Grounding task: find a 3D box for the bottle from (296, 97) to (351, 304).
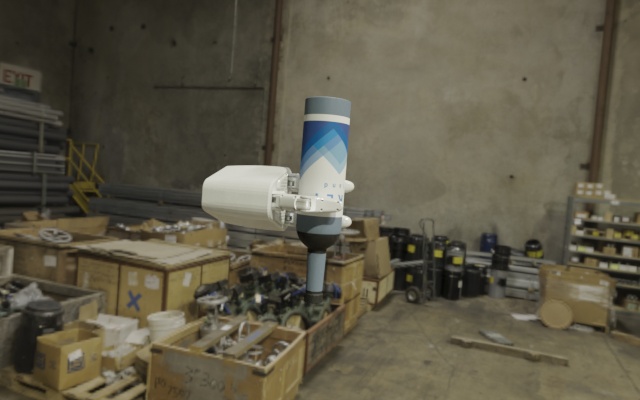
[{"bbox_3d":[0.000,0.002,0.697,0.069,0.296,0.069,4,2,0],"label":"bottle"}]
